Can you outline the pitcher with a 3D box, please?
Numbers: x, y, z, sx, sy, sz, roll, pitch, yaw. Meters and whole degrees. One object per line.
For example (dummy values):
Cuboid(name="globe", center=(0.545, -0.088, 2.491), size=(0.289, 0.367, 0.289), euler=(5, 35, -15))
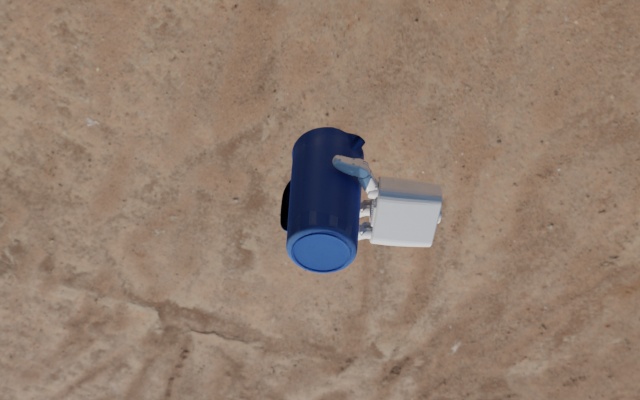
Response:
Cuboid(name="pitcher", center=(0.000, 0.003, 0.804), size=(0.145, 0.149, 0.242), euler=(5, 43, 0))
